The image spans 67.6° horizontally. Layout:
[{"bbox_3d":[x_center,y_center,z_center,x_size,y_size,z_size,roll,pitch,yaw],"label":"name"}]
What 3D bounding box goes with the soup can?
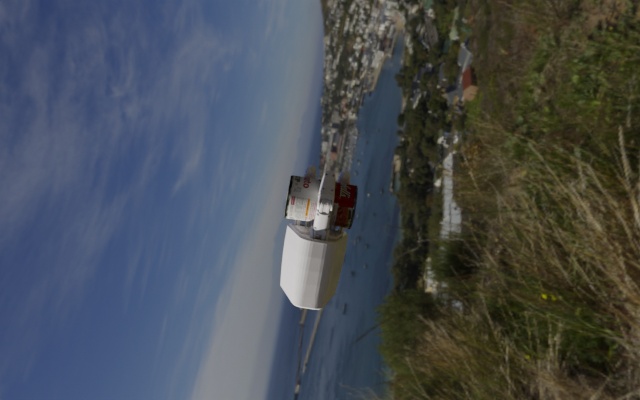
[{"bbox_3d":[0.000,0.002,0.725,0.102,0.068,0.068,9,-1,-2],"label":"soup can"}]
